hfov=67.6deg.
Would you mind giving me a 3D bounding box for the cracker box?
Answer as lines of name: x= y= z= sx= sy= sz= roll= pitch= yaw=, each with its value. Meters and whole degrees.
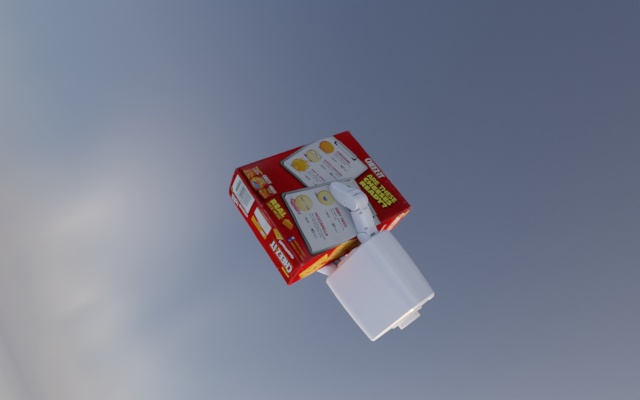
cracker box: x=0.000 y=0.002 z=0.693 sx=0.213 sy=0.164 sz=0.072 roll=-24 pitch=-22 yaw=-36
